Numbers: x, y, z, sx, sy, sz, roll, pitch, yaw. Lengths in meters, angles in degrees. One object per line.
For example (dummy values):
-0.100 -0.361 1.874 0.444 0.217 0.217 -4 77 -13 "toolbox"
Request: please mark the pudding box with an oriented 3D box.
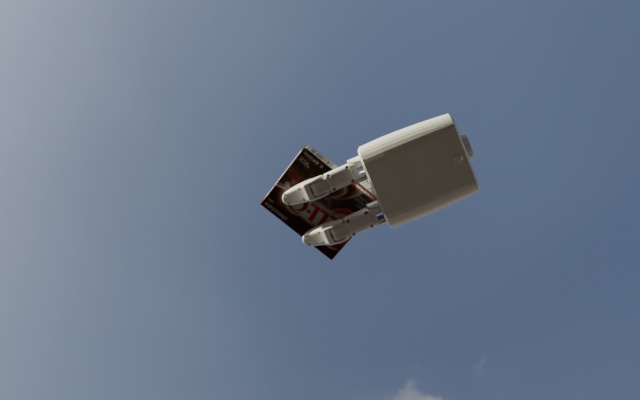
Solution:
0.000 0.002 0.572 0.113 0.090 0.039 39 17 -2 "pudding box"
